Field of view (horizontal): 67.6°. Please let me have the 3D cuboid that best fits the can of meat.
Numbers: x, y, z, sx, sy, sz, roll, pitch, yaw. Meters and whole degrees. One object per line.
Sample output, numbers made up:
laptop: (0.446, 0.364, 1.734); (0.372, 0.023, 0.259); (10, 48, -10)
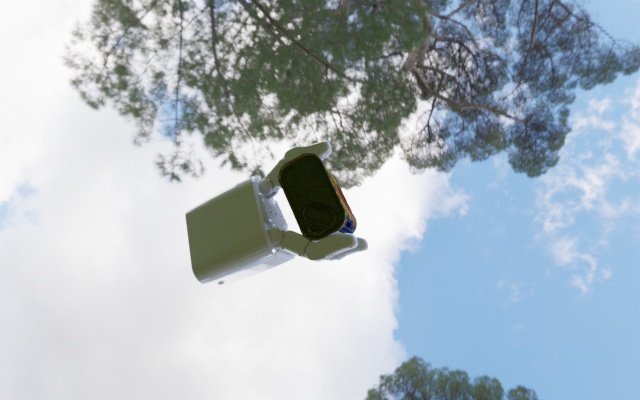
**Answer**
can of meat: (0.000, 0.002, 0.590); (0.057, 0.102, 0.084); (-27, -16, 9)
